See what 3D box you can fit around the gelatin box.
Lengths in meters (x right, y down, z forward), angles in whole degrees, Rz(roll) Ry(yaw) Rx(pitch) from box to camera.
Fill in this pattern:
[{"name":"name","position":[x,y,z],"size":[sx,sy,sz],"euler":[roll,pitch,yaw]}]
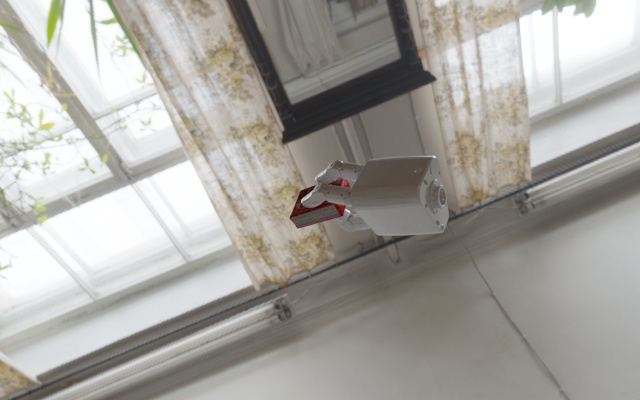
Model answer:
[{"name":"gelatin box","position":[0.000,0.003,0.774],"size":[0.089,0.030,0.073],"euler":[-18,32,29]}]
